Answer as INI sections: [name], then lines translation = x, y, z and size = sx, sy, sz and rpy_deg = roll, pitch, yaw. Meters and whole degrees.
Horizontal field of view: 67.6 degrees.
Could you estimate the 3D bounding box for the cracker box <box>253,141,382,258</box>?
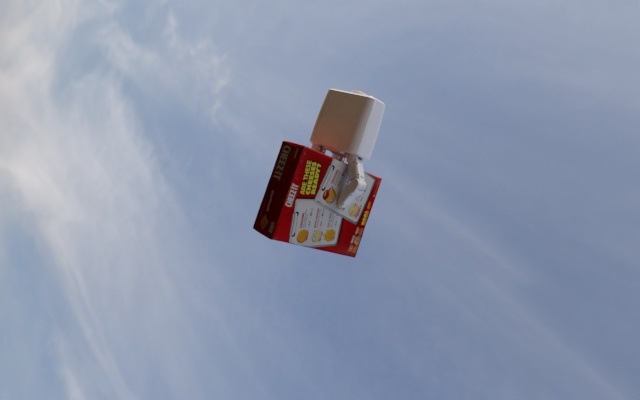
[cracker box]
translation = 0.000, 0.003, 0.864
size = 0.214, 0.164, 0.072
rpy_deg = 18, 2, -43
